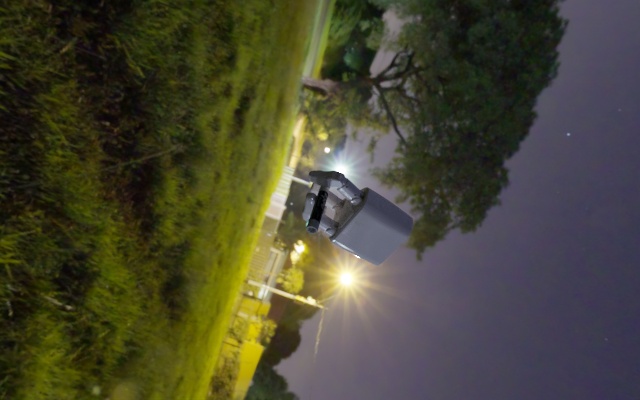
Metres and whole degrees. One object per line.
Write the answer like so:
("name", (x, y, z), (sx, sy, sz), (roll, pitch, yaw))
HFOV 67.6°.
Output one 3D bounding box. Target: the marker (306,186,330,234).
("marker", (0.000, 0.003, 0.787), (0.020, 0.121, 0.020), (10, -41, 9))
